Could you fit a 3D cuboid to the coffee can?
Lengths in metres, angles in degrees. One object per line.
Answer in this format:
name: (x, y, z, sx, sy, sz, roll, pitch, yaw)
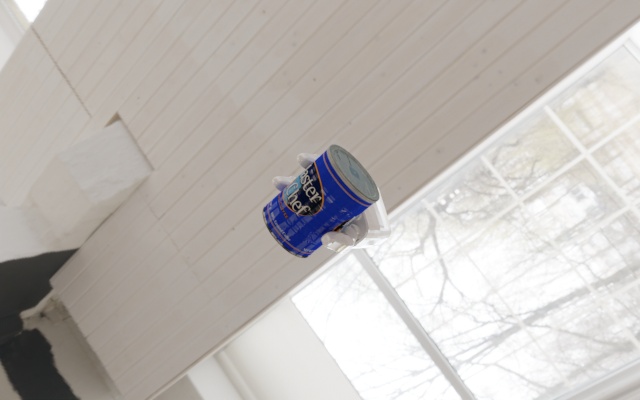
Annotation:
coffee can: (0.000, 0.002, 0.694, 0.140, 0.102, 0.103, -41, -18, 21)
